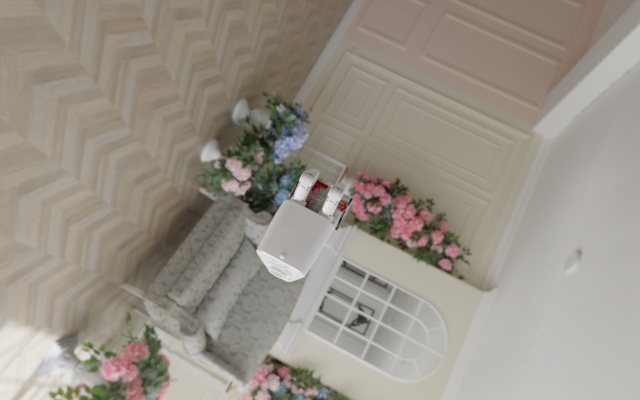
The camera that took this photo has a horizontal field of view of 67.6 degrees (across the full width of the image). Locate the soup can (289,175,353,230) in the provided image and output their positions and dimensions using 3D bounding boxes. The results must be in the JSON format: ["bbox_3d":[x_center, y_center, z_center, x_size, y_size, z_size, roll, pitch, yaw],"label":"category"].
[{"bbox_3d":[0.001,0.003,0.868,0.102,0.068,0.068,27,3,6],"label":"soup can"}]
